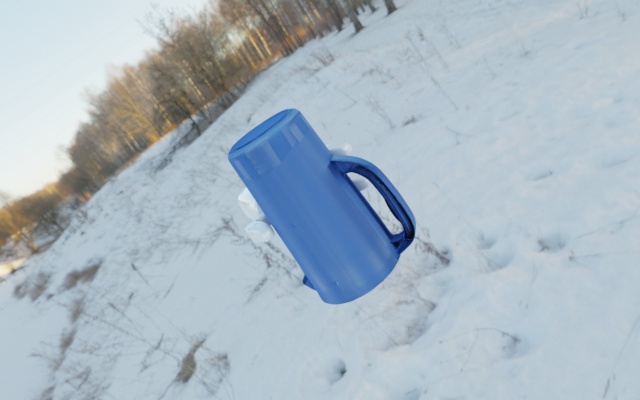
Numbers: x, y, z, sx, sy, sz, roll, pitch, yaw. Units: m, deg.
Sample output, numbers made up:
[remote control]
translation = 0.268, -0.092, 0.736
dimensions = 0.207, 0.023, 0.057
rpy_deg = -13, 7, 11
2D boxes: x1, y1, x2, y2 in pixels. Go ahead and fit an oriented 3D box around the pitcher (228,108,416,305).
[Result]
[pitcher]
translation = 0.000, 0.002, 0.621
dimensions = 0.149, 0.243, 0.145
rpy_deg = -41, 19, -17
